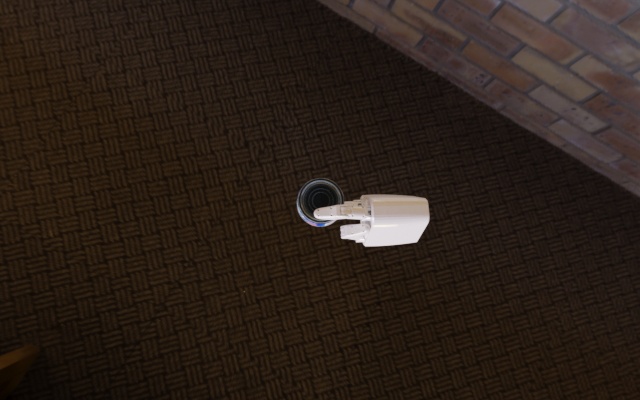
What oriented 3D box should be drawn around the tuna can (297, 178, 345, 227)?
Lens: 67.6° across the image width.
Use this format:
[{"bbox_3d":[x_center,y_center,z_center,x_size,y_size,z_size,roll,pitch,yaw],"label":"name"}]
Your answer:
[{"bbox_3d":[0.000,0.003,0.862,0.086,0.086,0.034,0,-10,-3],"label":"tuna can"}]
